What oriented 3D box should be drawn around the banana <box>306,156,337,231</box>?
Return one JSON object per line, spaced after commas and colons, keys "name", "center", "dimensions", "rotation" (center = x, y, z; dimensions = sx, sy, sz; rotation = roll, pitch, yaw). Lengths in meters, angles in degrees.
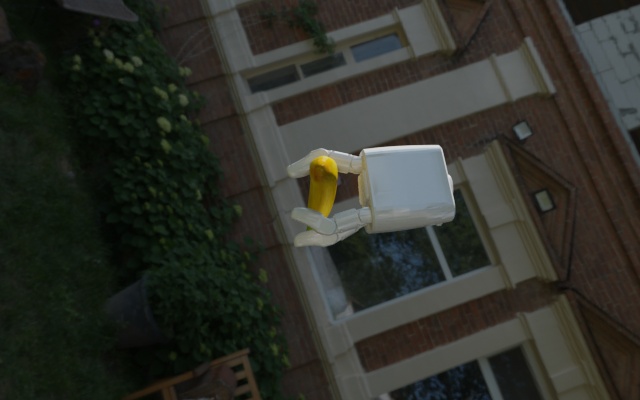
{"name": "banana", "center": [0.002, -0.013, 0.630], "dimensions": [0.037, 0.069, 0.198], "rotation": [8, -29, 1]}
